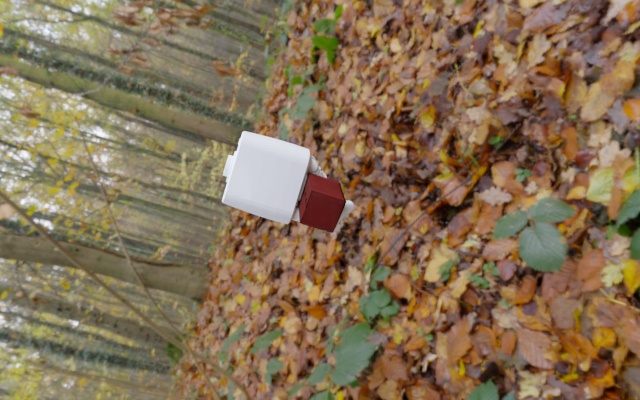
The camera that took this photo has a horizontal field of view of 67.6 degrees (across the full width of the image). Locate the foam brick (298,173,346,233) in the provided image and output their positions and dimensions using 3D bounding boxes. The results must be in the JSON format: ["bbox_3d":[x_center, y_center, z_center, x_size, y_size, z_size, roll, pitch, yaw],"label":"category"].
[{"bbox_3d":[0.000,0.002,0.684,0.051,0.053,0.078,17,19,-11],"label":"foam brick"}]
